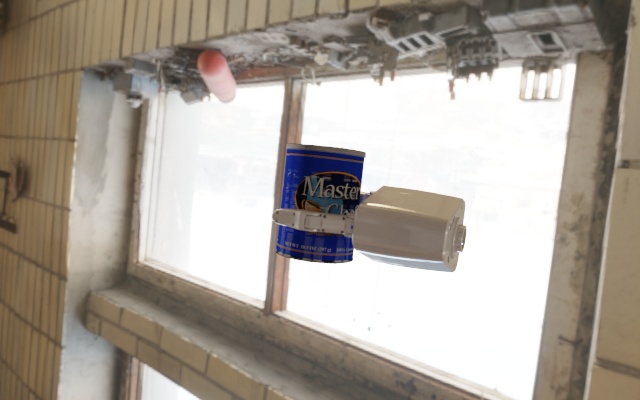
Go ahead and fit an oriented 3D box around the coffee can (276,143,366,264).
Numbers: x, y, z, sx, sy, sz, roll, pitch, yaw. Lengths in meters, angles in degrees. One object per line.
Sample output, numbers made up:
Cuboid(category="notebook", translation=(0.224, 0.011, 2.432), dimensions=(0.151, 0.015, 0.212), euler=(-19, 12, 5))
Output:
Cuboid(category="coffee can", translation=(0.000, 0.002, 0.615), dimensions=(0.103, 0.140, 0.103), euler=(6, 4, 0))
